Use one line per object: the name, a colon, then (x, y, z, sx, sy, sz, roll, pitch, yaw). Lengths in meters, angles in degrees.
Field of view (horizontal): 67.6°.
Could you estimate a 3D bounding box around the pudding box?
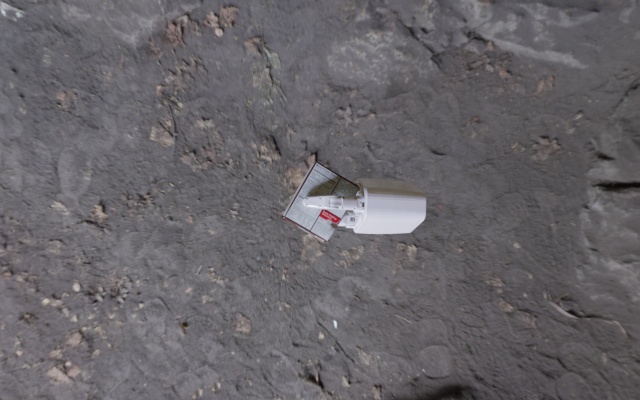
pudding box: (0.000, 0.003, 0.812, 0.090, 0.113, 0.039, 31, -6, -6)
